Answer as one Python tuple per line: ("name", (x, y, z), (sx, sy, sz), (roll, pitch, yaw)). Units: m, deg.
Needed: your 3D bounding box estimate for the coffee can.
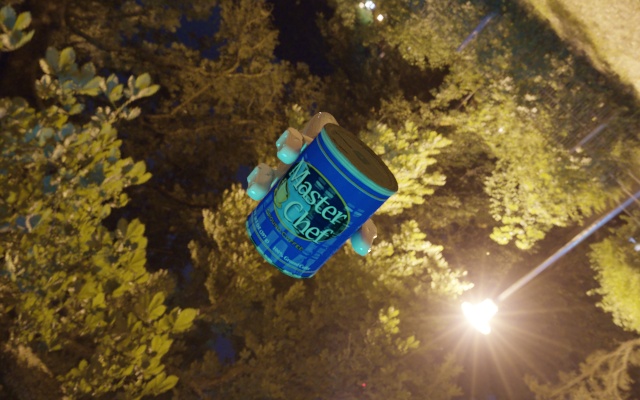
("coffee can", (0.000, 0.002, 0.521), (0.140, 0.102, 0.103), (-47, -22, 22))
